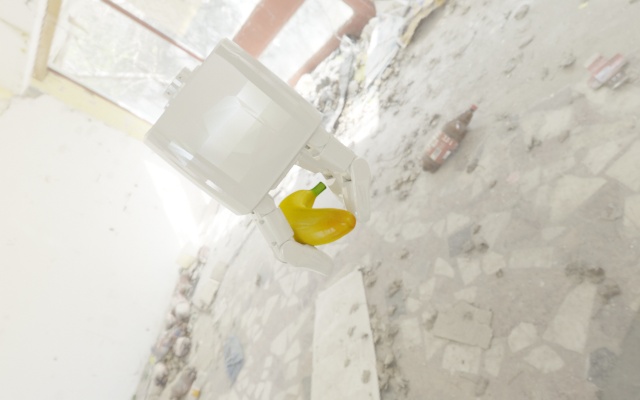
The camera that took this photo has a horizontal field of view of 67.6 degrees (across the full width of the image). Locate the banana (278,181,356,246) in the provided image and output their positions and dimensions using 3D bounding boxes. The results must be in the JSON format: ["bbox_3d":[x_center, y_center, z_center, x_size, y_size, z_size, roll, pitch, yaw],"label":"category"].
[{"bbox_3d":[-0.014,0.014,0.489,0.069,0.037,0.197,-42,15,2],"label":"banana"}]
